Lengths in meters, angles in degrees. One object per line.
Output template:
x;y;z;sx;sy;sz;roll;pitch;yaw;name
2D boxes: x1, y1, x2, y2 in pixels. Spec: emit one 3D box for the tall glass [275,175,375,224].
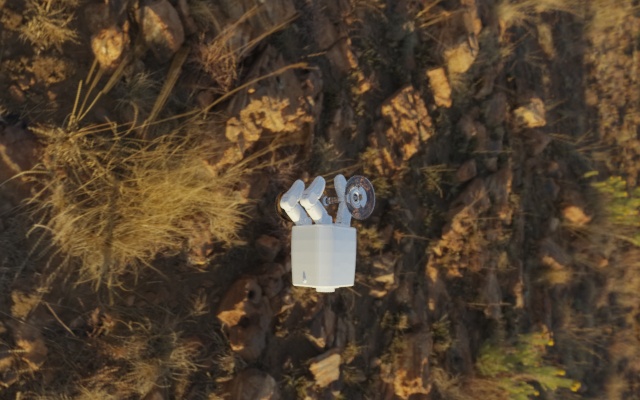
0.001;0.003;0.870;0.079;0.079;0.201;0;-4;-42;tall glass
